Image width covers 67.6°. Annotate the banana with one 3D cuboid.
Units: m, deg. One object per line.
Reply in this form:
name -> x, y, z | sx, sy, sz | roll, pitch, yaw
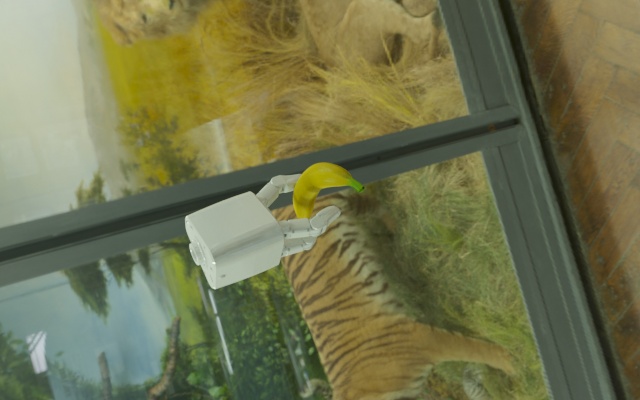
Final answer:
banana -> -0.007, -0.015, 0.725 | 0.037, 0.069, 0.198 | -26, -2, -28
